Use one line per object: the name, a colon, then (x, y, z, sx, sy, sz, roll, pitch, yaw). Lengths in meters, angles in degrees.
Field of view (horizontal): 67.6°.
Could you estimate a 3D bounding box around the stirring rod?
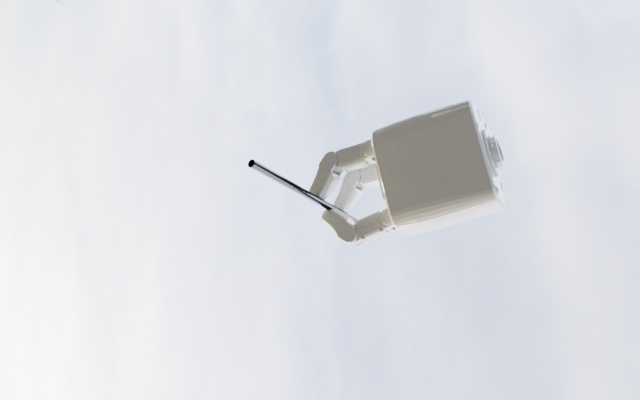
stirring rod: (0.000, 0.002, 0.530, 0.011, 0.011, 0.239, 0, -17, 33)
